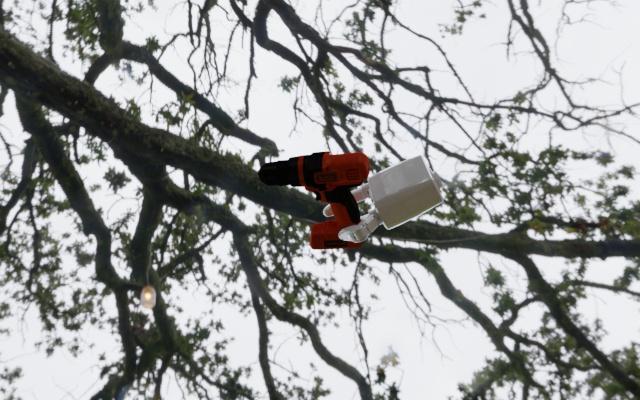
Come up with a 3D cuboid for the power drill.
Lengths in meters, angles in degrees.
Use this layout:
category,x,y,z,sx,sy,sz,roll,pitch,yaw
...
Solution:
category,x,y,z,sx,sy,sz,roll,pitch,yaw
power drill,0.000,0.003,0.816,0.184,0.188,0.057,-3,42,13
